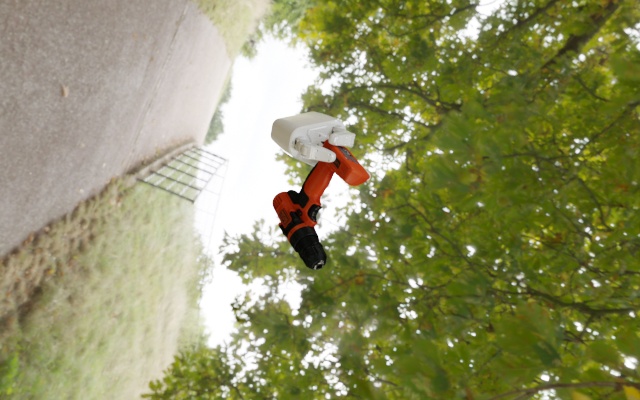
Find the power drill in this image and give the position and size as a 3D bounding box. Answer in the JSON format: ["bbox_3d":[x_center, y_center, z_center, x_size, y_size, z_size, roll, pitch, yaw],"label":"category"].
[{"bbox_3d":[0.000,0.002,0.832,0.057,0.188,0.184,20,27,-44],"label":"power drill"}]
